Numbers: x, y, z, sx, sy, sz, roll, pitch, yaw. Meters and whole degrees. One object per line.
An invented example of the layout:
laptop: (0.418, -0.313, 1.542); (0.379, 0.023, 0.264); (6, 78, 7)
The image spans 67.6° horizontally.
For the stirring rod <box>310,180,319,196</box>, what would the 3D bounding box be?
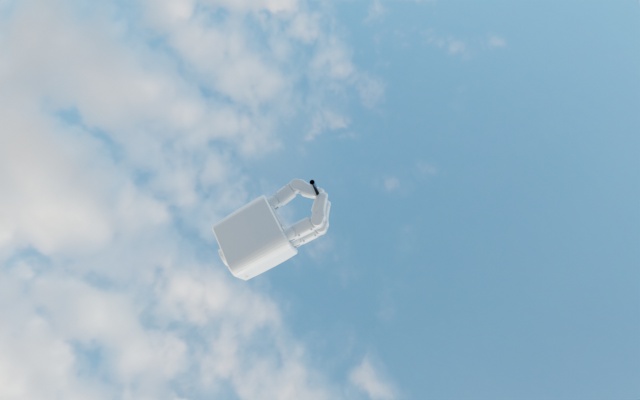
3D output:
stirring rod: (0.000, 0.003, 0.842); (0.011, 0.011, 0.239); (0, -15, 6)
